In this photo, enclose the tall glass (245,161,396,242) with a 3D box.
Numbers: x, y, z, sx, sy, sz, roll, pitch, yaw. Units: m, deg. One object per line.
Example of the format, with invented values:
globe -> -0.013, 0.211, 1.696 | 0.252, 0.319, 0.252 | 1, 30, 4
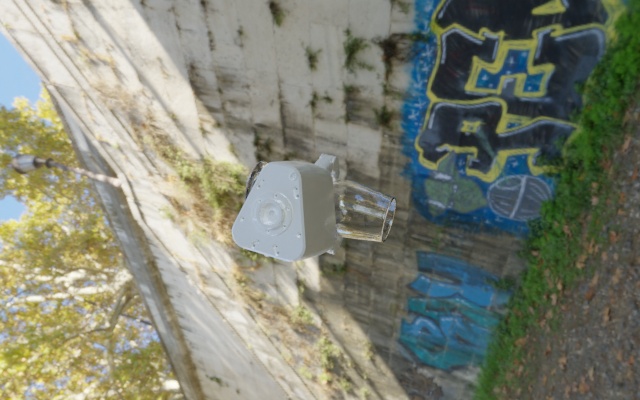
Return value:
tall glass -> 0.000, 0.002, 0.666 | 0.201, 0.079, 0.079 | 15, 4, 18
